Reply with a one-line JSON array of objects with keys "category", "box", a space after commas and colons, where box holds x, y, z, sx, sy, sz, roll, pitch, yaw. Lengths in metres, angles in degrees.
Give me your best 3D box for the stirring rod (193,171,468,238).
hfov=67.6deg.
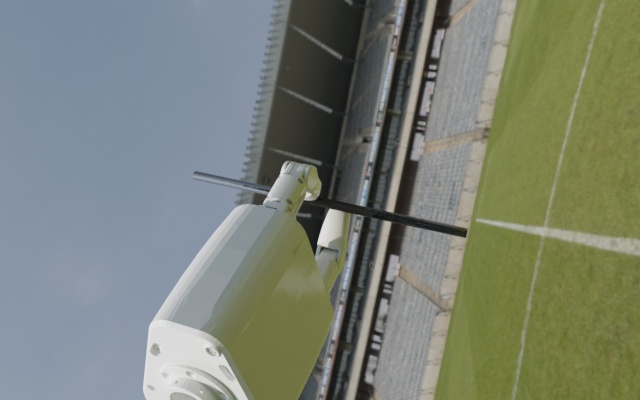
[{"category": "stirring rod", "box": [0.000, 0.001, 0.402, 0.239, 0.011, 0.011, 12, 3, 15]}]
